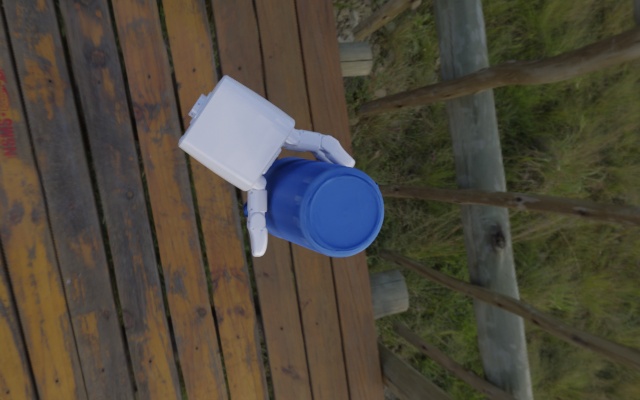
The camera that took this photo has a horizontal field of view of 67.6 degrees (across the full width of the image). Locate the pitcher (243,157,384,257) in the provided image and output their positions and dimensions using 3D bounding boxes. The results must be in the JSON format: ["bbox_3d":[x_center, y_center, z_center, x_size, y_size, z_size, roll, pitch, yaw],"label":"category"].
[{"bbox_3d":[0.000,0.002,0.666,0.145,0.149,0.243,35,-7,-18],"label":"pitcher"}]
